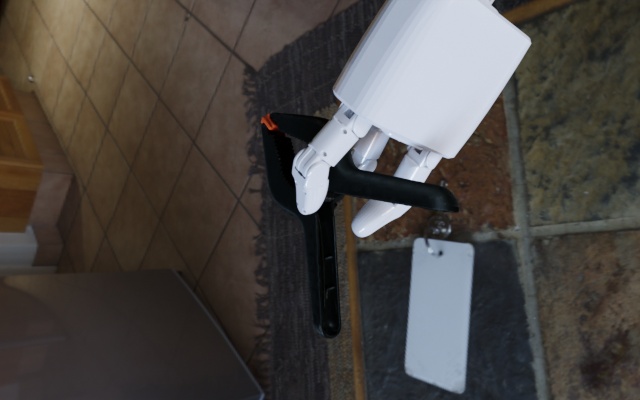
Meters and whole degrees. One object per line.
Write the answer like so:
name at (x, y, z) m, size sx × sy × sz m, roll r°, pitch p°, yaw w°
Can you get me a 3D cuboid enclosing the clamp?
clamp at (-0.001, 0.001, 0.419) m, size 0.036 × 0.165 × 0.210 m, roll 7°, pitch 33°, yaw -48°
